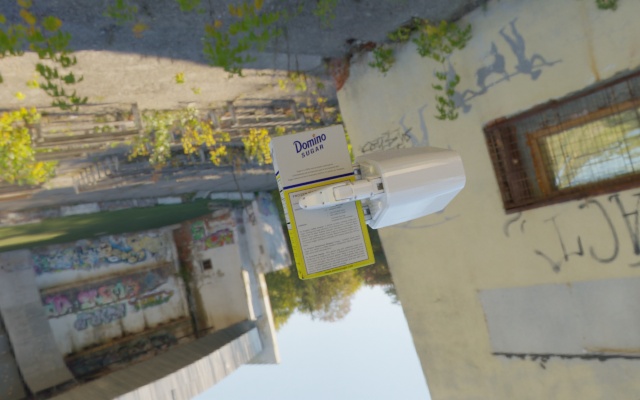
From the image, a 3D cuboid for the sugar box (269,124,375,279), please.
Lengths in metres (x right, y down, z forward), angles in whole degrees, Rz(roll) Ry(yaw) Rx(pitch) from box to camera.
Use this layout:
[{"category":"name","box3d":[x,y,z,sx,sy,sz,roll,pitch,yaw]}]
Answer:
[{"category":"sugar box","box3d":[0.000,0.002,0.591,0.093,0.176,0.048,-12,-4,-12]}]
